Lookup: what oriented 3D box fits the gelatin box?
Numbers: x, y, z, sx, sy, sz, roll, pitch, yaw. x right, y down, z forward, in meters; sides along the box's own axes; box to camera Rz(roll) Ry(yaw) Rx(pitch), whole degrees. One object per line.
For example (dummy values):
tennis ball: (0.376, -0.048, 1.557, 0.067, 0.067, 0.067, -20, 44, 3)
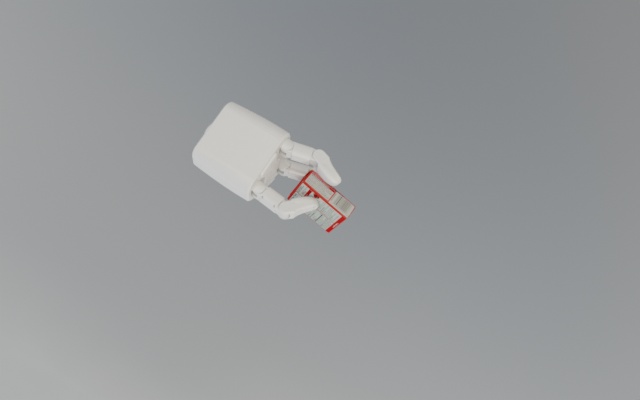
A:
gelatin box: (0.000, 0.003, 0.731, 0.089, 0.030, 0.073, 41, -31, -3)
